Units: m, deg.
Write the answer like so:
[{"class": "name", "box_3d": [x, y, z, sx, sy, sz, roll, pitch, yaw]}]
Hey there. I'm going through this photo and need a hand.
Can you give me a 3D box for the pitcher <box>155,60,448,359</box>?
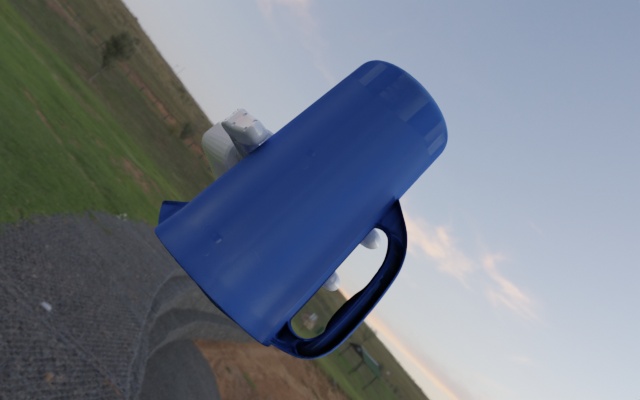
[{"class": "pitcher", "box_3d": [0.000, 0.001, 0.409, 0.243, 0.149, 0.145, -43, 30, -11]}]
